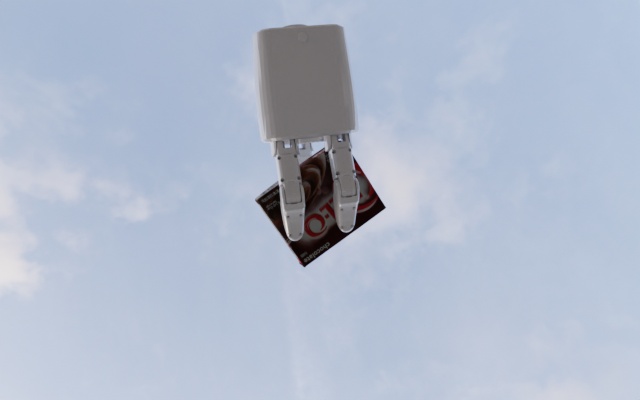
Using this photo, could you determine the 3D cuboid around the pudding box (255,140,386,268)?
[{"bbox_3d":[0.000,0.002,0.513,0.113,0.090,0.039,-35,13,-5],"label":"pudding box"}]
